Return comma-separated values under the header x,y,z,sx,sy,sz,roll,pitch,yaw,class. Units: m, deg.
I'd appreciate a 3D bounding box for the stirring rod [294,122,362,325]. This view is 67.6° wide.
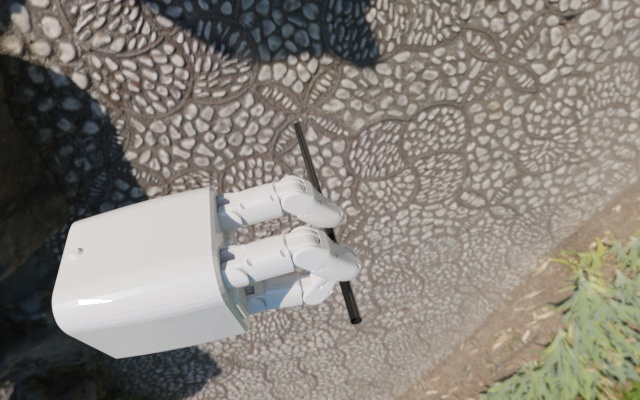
x,y,z,sx,sy,sz,roll,pitch,yaw,class
0.000,0.001,0.405,0.011,0.011,0.239,0,41,-15,stirring rod
